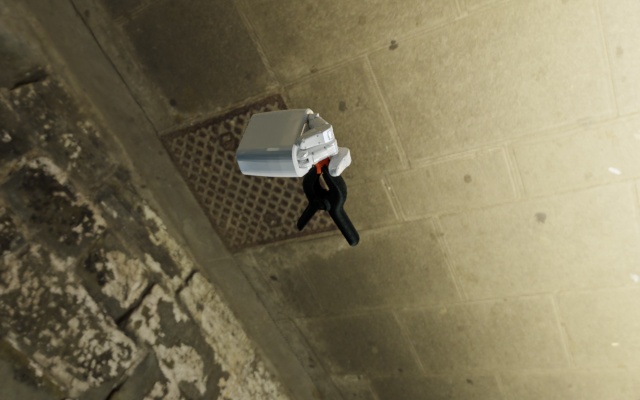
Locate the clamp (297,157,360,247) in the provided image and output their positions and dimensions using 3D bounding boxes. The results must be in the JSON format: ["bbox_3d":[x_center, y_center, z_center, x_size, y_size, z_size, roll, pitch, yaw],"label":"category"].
[{"bbox_3d":[0.000,0.003,0.816,0.120,0.172,0.039,3,34,24],"label":"clamp"}]
